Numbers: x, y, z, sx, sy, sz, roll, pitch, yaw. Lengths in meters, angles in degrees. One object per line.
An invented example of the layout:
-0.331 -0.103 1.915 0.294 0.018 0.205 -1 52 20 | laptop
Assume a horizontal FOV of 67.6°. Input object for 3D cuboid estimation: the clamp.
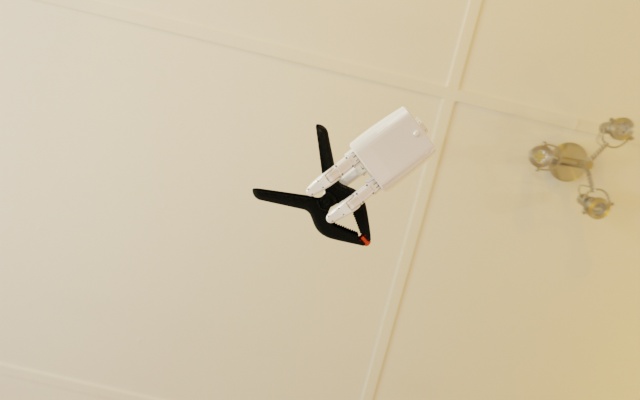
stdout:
0.001 0.003 0.799 0.164 0.210 0.036 -37 7 12 | clamp
